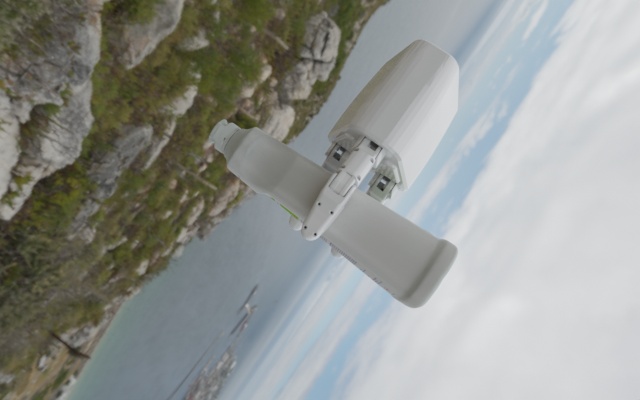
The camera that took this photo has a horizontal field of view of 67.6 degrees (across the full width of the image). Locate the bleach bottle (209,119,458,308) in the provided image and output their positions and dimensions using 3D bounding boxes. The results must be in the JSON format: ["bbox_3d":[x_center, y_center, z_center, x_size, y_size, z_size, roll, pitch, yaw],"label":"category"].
[{"bbox_3d":[0.000,0.002,0.453,0.251,0.068,0.102,35,-7,5],"label":"bleach bottle"}]
